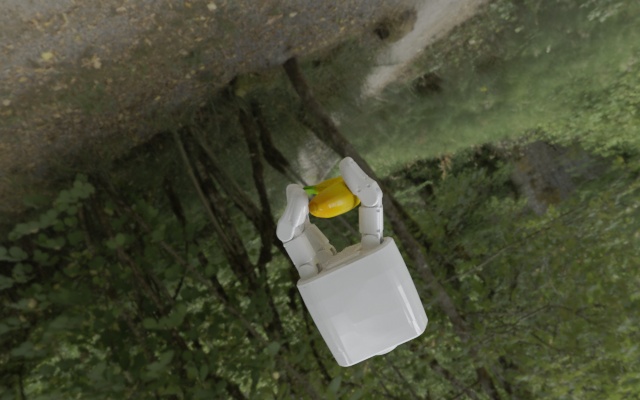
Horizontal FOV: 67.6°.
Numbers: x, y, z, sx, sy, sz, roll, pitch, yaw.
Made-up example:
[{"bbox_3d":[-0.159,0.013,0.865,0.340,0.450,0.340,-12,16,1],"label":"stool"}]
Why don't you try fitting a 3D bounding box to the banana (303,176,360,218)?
[{"bbox_3d":[0.017,-0.005,0.573,0.069,0.037,0.198,-20,5,-2],"label":"banana"}]
